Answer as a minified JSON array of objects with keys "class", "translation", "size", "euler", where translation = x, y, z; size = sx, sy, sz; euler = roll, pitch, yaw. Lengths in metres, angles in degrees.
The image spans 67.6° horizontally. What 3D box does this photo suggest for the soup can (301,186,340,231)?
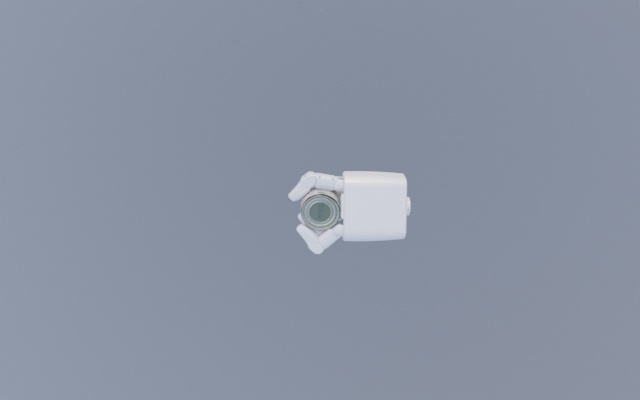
[{"class":"soup can","translation":[0.000,0.003,0.837],"size":[0.068,0.068,0.102],"euler":[0,22,0]}]
